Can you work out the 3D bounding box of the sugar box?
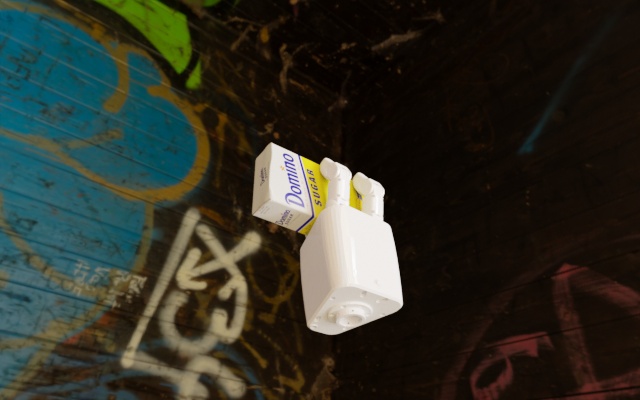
[{"bbox_3d":[0.001,0.002,0.613,0.176,0.093,0.048,24,-46,-30],"label":"sugar box"}]
